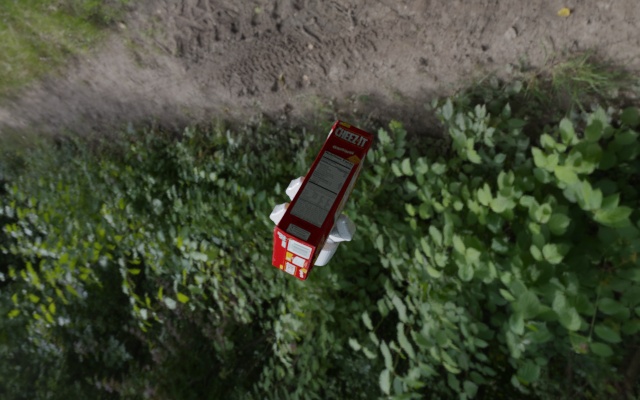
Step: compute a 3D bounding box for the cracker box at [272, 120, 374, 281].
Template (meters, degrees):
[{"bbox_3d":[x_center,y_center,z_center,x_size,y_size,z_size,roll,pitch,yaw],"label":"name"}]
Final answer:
[{"bbox_3d":[0.000,0.003,0.766,0.072,0.213,0.164,26,-26,5],"label":"cracker box"}]
